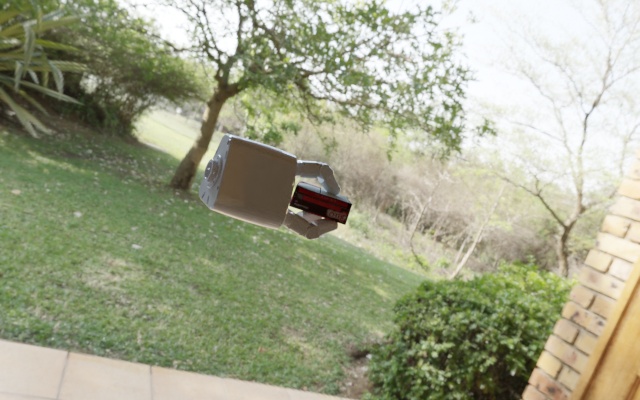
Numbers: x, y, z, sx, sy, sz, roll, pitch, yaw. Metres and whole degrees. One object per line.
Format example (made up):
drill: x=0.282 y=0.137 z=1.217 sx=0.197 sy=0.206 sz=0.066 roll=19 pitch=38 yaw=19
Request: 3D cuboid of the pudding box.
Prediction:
pudding box: x=0.000 y=0.002 z=0.759 sx=0.090 sy=0.039 sz=0.113 roll=20 pitch=6 yaw=-2
